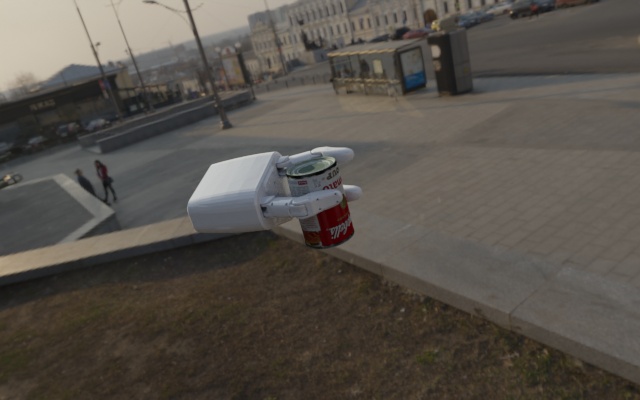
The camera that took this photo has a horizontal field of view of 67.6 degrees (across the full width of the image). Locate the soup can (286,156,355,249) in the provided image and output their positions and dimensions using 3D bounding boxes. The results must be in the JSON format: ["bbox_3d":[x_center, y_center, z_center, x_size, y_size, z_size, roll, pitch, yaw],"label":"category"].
[{"bbox_3d":[0.000,0.002,0.615,0.068,0.102,0.068,-13,21,5],"label":"soup can"}]
